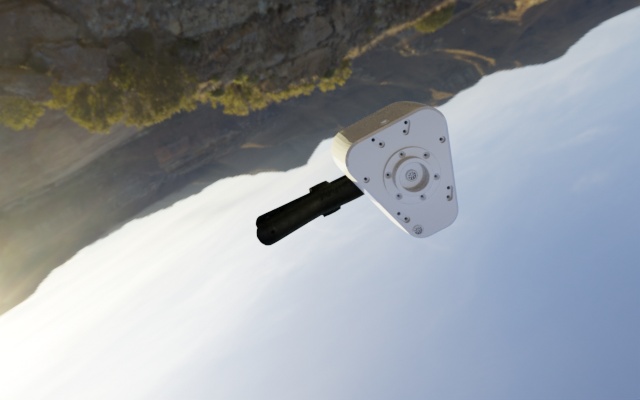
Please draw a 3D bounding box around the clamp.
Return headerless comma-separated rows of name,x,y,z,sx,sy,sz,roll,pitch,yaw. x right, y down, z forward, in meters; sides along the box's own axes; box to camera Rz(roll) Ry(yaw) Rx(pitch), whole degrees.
clamp,0.000,0.002,0.525,0.171,0.039,0.120,-28,12,3
